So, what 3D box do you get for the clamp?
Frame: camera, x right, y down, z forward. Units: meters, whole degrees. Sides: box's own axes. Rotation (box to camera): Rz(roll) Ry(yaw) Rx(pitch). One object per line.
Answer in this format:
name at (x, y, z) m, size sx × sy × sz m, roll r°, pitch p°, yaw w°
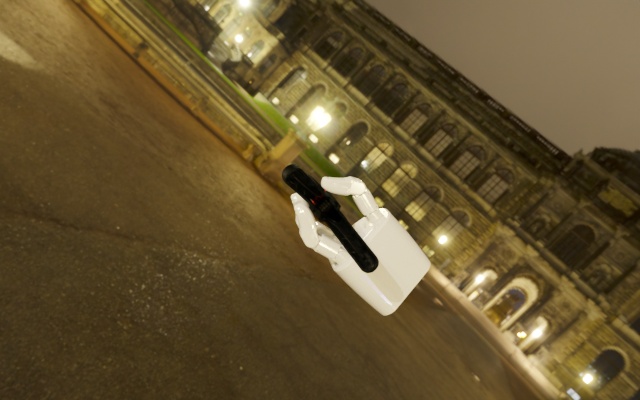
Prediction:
clamp at (0.001, 0.002, 0.649) m, size 0.036 × 0.164 × 0.210 m, roll -39°, pitch 17°, yaw 2°
